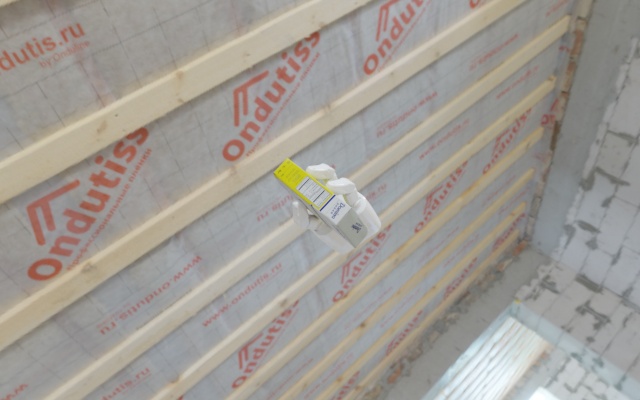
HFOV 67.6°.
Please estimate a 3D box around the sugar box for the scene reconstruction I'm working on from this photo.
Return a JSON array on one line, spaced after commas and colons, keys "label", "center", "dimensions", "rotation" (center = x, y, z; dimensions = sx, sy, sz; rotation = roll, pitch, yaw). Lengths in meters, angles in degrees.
[{"label": "sugar box", "center": [0.000, 0.002, 0.821], "dimensions": [0.176, 0.048, 0.093], "rotation": [36, -9, 36]}]
